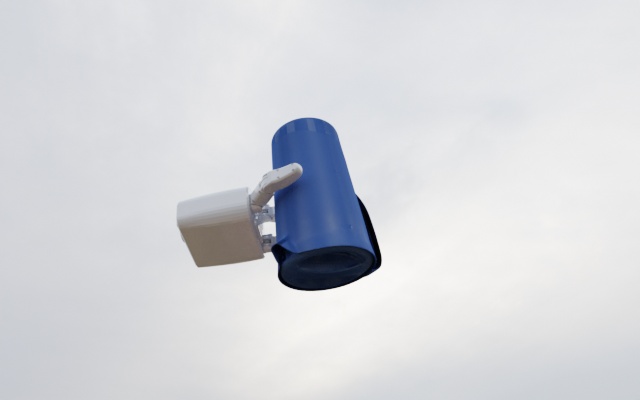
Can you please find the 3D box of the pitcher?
[{"bbox_3d":[0.000,0.002,0.702,0.145,0.242,0.149,-12,-33,3],"label":"pitcher"}]
